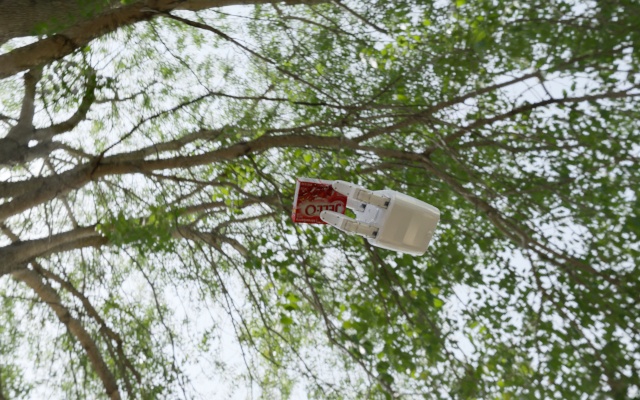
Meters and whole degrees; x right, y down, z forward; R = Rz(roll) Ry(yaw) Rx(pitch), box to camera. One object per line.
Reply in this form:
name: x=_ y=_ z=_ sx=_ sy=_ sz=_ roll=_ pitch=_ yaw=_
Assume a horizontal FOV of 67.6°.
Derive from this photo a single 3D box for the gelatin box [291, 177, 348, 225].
gelatin box: x=0.000 y=0.002 z=0.808 sx=0.089 sy=0.073 sz=0.030 roll=5 pitch=16 yaw=-16
